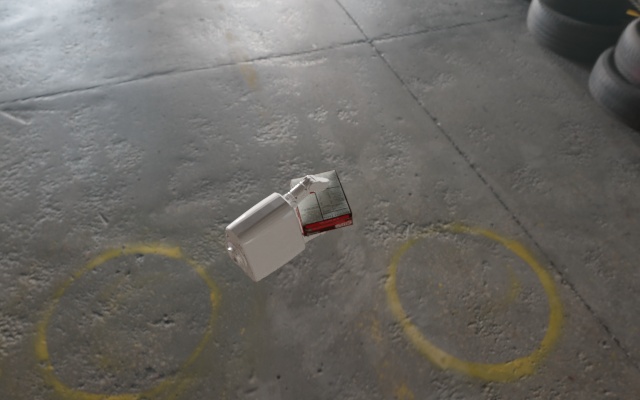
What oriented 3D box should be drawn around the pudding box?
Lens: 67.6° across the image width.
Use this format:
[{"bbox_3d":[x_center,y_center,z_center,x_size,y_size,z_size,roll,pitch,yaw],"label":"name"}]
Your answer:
[{"bbox_3d":[0.000,0.003,0.848,0.090,0.113,0.039,-13,-37,-6],"label":"pudding box"}]
